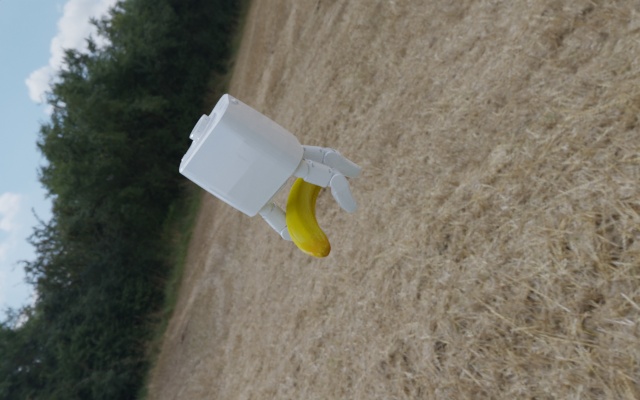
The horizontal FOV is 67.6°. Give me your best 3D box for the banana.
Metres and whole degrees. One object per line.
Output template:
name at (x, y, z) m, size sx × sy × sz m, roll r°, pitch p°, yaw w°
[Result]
banana at (-0.014, 0.009, 0.606) m, size 0.070 × 0.037 × 0.197 m, roll -31°, pitch 29°, yaw 26°
